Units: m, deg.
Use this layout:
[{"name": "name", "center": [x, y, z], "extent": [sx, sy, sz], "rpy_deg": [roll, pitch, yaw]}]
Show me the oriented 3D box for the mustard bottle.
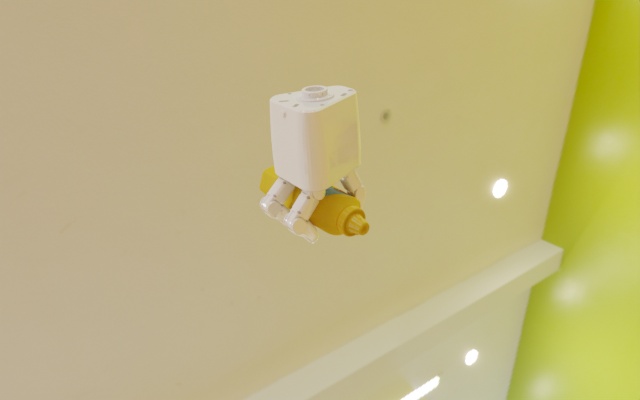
[{"name": "mustard bottle", "center": [0.000, 0.002, 0.681], "extent": [0.096, 0.058, 0.191], "rpy_deg": [5, 17, -41]}]
